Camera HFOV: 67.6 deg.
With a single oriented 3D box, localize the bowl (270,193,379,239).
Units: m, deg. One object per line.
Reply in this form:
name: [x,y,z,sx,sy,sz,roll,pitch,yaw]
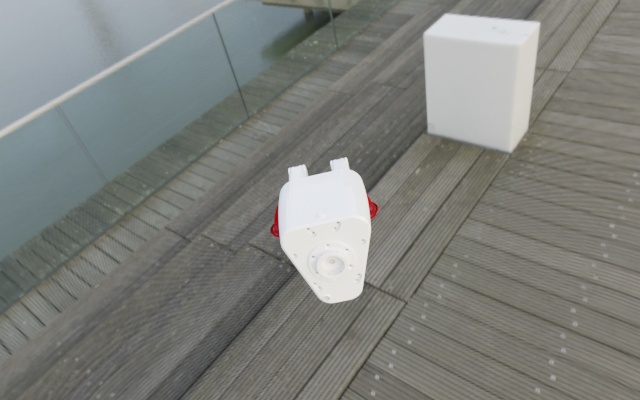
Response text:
bowl: [0.000,0.002,0.693,0.162,0.055,0.162,-12,14,3]
